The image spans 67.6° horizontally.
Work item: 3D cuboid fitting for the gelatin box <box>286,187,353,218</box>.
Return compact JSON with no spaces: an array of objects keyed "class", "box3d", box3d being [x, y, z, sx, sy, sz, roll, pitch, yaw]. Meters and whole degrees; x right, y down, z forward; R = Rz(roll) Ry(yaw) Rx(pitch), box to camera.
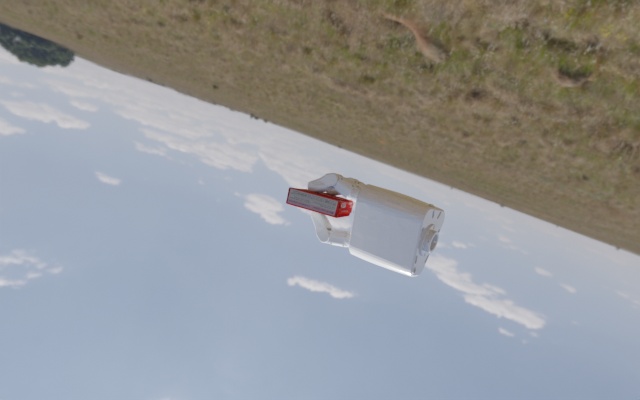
[{"class":"gelatin box","box3d":[0.000,0.003,0.762,0.089,0.030,0.073,14,4,19]}]
